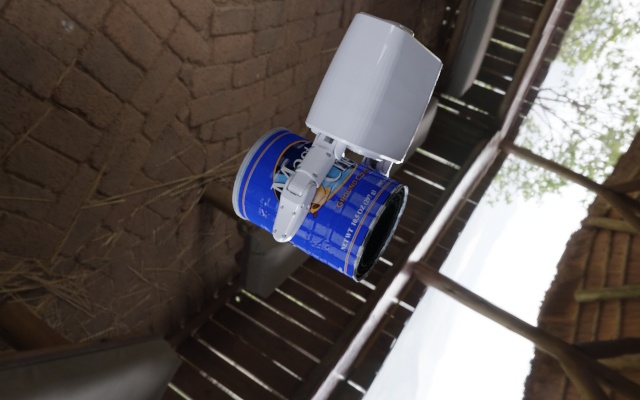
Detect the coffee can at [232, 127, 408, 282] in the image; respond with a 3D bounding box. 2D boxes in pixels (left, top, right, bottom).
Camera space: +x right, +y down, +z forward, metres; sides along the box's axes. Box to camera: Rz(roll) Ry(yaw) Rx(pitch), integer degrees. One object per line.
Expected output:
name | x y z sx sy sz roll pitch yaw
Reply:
coffee can | 0.000 0.002 0.471 0.140 0.103 0.103 27 9 19
